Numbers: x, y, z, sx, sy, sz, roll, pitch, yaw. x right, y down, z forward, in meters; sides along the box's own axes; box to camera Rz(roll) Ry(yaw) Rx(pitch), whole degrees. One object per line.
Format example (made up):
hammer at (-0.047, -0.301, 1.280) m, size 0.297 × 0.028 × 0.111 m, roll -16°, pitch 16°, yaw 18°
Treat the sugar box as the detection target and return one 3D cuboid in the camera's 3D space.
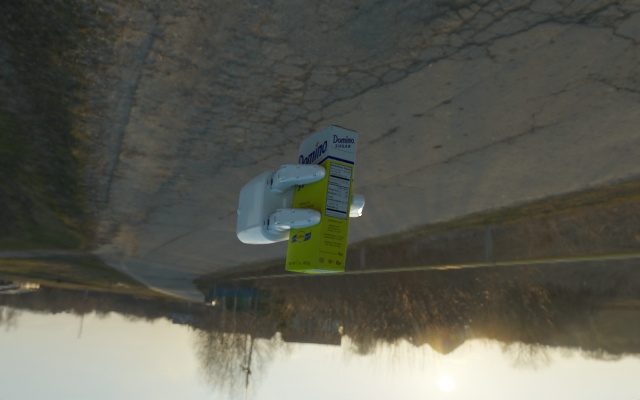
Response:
sugar box at (0.000, 0.002, 0.603) m, size 0.048 × 0.176 × 0.093 m, roll 9°, pitch -12°, yaw -27°
